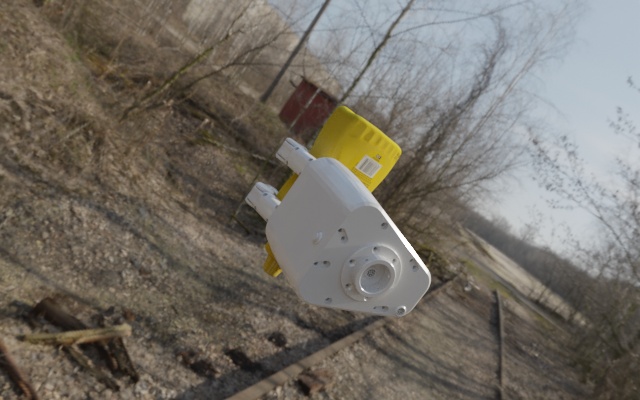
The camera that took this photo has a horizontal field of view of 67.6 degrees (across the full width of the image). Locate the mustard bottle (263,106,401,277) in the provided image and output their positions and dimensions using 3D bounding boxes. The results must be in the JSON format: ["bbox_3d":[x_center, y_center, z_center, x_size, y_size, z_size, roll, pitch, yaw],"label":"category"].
[{"bbox_3d":[0.000,0.001,0.507,0.058,0.191,0.096,42,10,39],"label":"mustard bottle"}]
